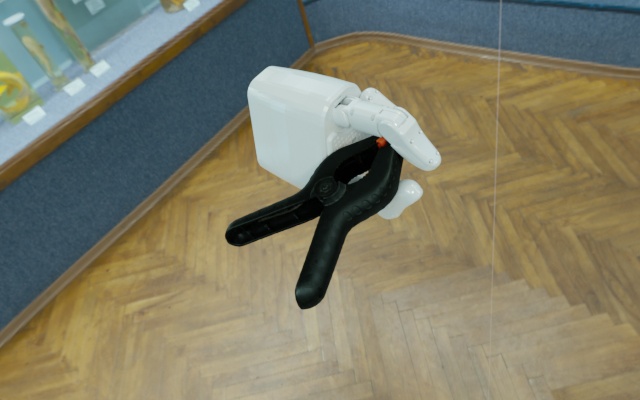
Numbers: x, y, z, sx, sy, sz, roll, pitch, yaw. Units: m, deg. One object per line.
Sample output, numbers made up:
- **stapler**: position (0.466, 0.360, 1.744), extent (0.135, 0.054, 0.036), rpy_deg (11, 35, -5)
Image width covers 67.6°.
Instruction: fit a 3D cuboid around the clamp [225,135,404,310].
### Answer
- **clamp**: position (0.000, 0.001, 0.403), extent (0.120, 0.171, 0.039), rpy_deg (25, -29, 35)
